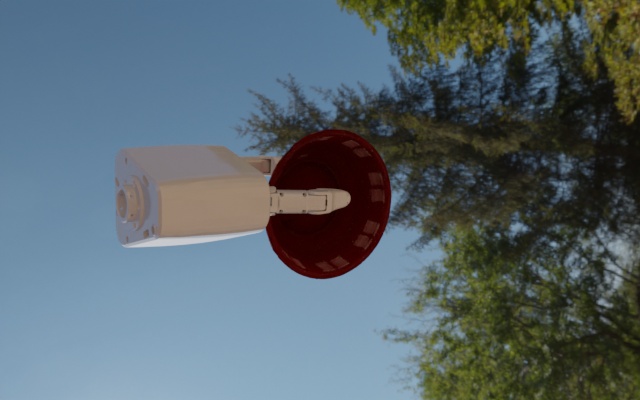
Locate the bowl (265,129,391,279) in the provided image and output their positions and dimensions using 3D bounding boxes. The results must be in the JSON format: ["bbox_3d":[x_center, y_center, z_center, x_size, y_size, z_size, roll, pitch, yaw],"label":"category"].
[{"bbox_3d":[0.001,0.002,0.530,0.162,0.162,0.055,0,9,-32],"label":"bowl"}]
